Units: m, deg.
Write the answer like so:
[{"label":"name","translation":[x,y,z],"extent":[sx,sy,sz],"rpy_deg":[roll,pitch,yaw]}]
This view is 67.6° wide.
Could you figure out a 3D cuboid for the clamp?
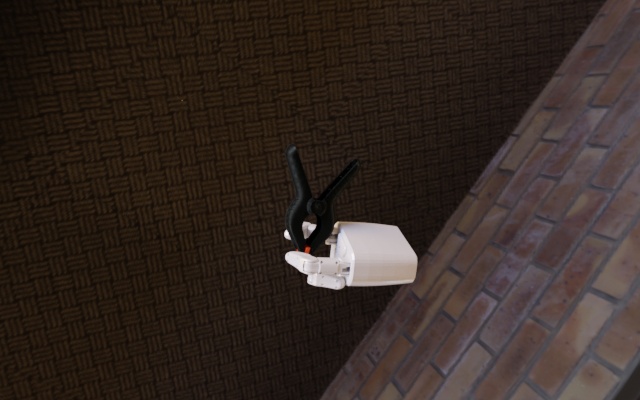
[{"label":"clamp","translation":[0.000,0.003,0.726],"extent":[0.120,0.171,0.039],"rpy_deg":[2,11,-15]}]
